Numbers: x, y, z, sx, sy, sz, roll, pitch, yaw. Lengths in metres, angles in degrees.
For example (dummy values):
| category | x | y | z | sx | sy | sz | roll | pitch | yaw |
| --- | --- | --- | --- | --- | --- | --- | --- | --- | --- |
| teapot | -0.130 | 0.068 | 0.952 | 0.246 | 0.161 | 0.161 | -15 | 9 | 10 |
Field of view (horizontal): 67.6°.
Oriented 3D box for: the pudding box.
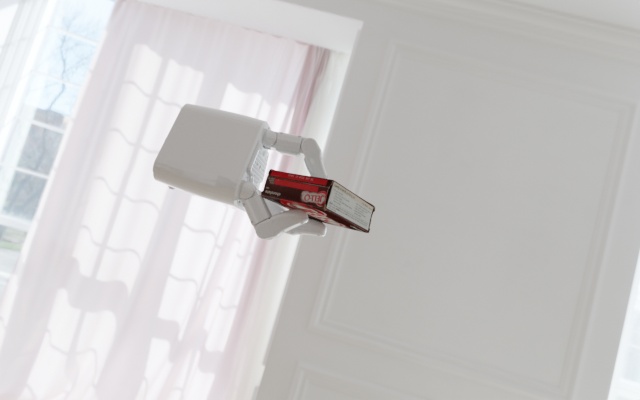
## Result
| category | x | y | z | sx | sy | sz | roll | pitch | yaw |
| --- | --- | --- | --- | --- | --- | --- | --- | --- | --- |
| pudding box | 0.000 | 0.002 | 0.558 | 0.090 | 0.039 | 0.113 | 13 | -7 | 34 |
